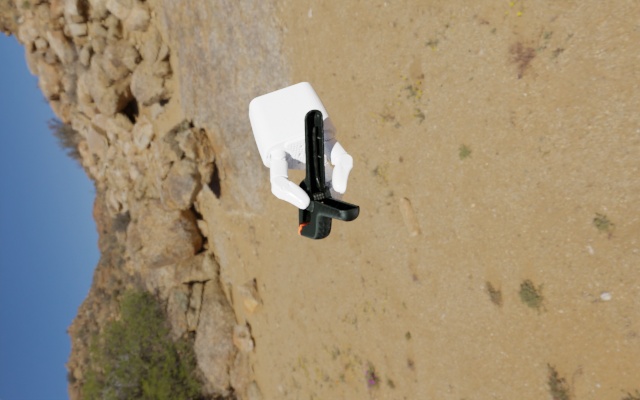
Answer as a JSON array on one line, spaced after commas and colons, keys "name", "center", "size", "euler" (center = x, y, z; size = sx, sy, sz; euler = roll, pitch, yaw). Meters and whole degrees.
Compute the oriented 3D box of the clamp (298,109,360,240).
[{"name": "clamp", "center": [-0.001, 0.002, 0.667], "size": [0.036, 0.164, 0.210], "euler": [-10, -34, -18]}]
